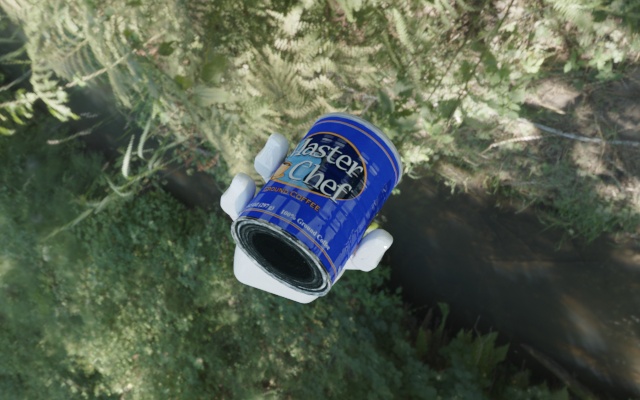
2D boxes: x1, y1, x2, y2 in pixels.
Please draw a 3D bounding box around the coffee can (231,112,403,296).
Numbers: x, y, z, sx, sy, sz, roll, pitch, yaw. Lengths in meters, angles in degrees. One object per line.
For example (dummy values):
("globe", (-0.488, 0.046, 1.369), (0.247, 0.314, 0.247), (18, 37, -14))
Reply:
("coffee can", (0.000, 0.001, 0.443), (0.103, 0.140, 0.103), (26, -31, 17))
